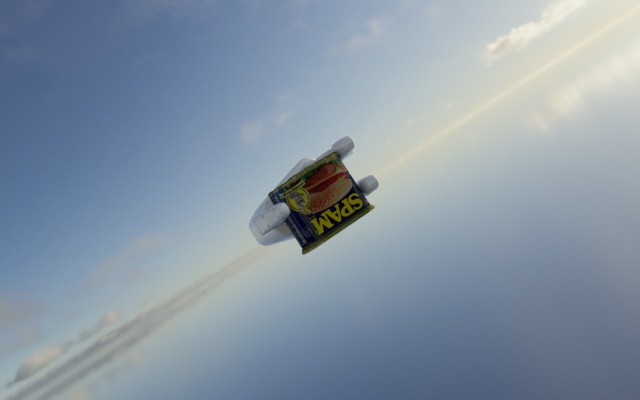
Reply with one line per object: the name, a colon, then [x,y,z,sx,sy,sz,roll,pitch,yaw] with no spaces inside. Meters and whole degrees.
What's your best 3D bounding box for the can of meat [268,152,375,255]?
can of meat: [0.000,0.002,0.572,0.102,0.084,0.057,-32,-2,-21]
